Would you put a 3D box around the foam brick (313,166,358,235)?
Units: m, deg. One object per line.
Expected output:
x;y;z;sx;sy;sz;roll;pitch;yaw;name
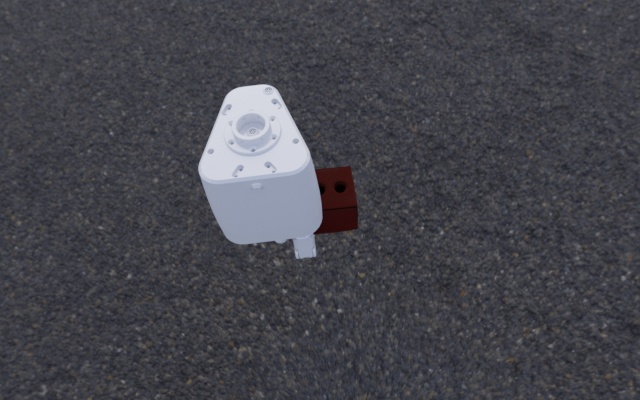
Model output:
0.000;0.002;0.516;0.078;0.053;0.051;-7;-33;0;foam brick
